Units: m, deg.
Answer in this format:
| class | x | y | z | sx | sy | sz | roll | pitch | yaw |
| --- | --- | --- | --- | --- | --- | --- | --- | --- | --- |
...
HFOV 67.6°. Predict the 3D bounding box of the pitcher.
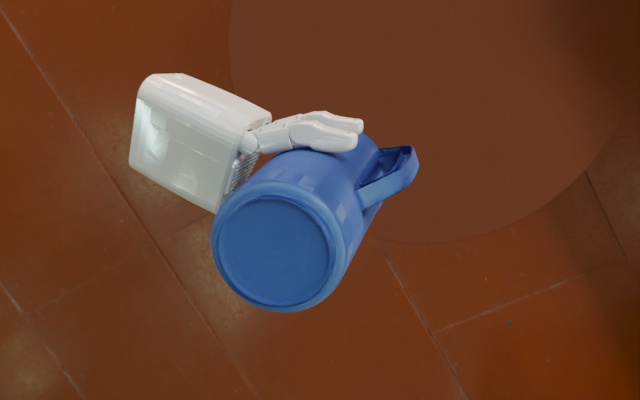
| class | x | y | z | sx | sy | sz | roll | pitch | yaw |
| --- | --- | --- | --- | --- | --- | --- | --- | --- | --- |
| pitcher | 0.000 | 0.001 | 0.463 | 0.145 | 0.149 | 0.242 | 27 | 20 | 3 |
